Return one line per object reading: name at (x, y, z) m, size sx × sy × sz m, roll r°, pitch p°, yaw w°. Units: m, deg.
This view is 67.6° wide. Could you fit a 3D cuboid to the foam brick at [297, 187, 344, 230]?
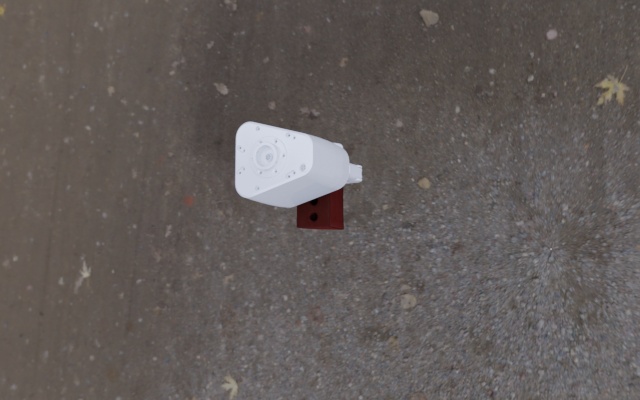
foam brick at (0.000, 0.002, 0.673) m, size 0.053 × 0.078 × 0.051 m, roll -3°, pitch -6°, yaw 24°
